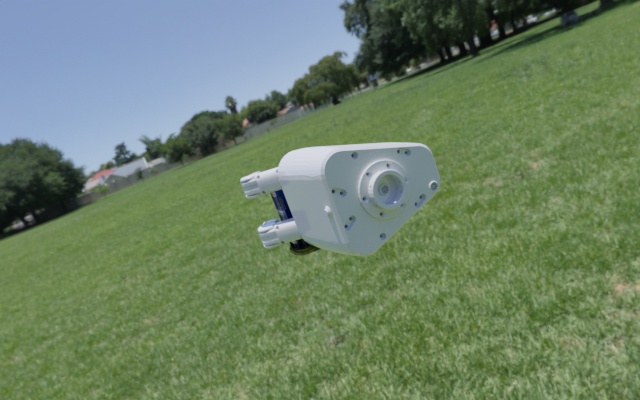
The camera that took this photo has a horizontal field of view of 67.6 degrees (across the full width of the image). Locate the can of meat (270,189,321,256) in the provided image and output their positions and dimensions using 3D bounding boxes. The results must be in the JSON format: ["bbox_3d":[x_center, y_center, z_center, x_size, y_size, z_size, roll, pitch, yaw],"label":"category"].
[{"bbox_3d":[0.000,0.001,0.533,0.102,0.084,0.057,-24,11,-16],"label":"can of meat"}]
